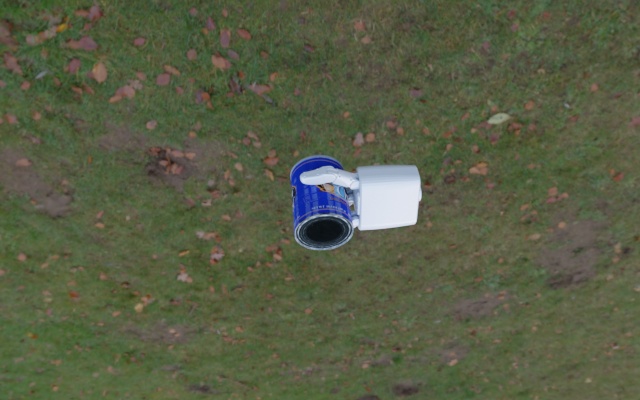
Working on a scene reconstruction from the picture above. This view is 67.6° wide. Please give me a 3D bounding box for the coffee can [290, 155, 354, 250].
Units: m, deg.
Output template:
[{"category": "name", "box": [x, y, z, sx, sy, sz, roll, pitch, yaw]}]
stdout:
[{"category": "coffee can", "box": [0.000, 0.003, 0.857, 0.103, 0.140, 0.103, -4, -40, -3]}]
